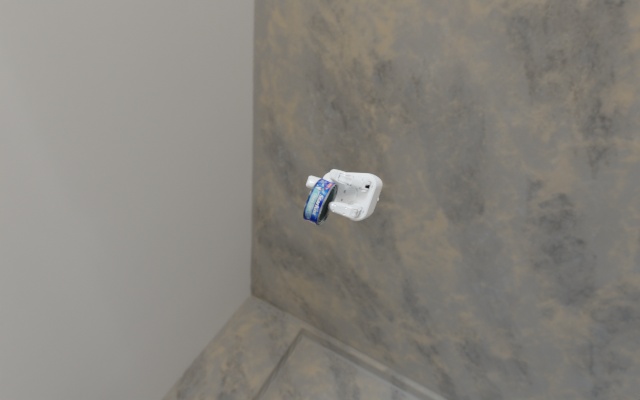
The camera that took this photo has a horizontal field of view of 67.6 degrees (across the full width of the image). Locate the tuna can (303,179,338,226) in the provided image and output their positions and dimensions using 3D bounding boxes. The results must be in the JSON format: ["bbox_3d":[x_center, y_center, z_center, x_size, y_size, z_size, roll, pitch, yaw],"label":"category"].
[{"bbox_3d":[0.000,0.003,0.896,0.034,0.086,0.086,23,5,12],"label":"tuna can"}]
